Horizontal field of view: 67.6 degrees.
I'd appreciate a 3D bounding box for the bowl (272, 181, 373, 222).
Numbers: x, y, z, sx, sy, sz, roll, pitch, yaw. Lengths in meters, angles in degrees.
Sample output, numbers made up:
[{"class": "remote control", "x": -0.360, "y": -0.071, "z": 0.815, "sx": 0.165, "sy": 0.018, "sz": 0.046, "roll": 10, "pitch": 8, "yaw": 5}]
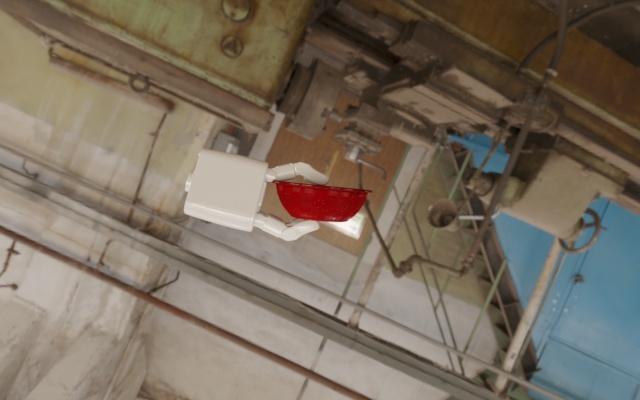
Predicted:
[{"class": "bowl", "x": 0.001, "y": 0.003, "z": 0.763, "sx": 0.162, "sy": 0.055, "sz": 0.162, "roll": 5, "pitch": 2, "yaw": 0}]
